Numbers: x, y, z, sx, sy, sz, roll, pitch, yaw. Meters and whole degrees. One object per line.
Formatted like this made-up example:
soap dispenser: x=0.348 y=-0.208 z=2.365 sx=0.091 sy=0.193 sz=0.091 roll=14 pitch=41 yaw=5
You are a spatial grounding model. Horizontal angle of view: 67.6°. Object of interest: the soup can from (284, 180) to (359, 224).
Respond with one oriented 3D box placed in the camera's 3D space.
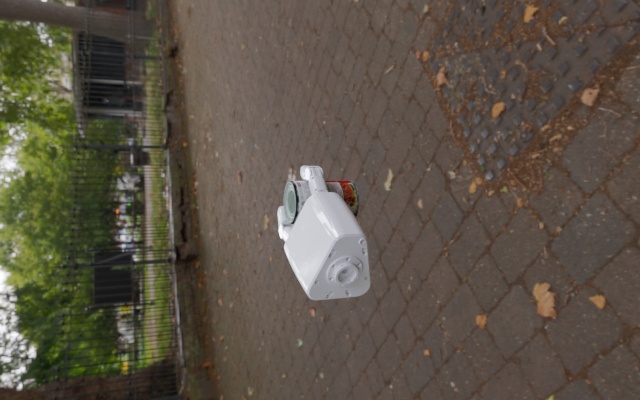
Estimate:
soup can: x=0.000 y=0.002 z=0.745 sx=0.102 sy=0.068 sz=0.068 roll=-1 pitch=0 yaw=-21
